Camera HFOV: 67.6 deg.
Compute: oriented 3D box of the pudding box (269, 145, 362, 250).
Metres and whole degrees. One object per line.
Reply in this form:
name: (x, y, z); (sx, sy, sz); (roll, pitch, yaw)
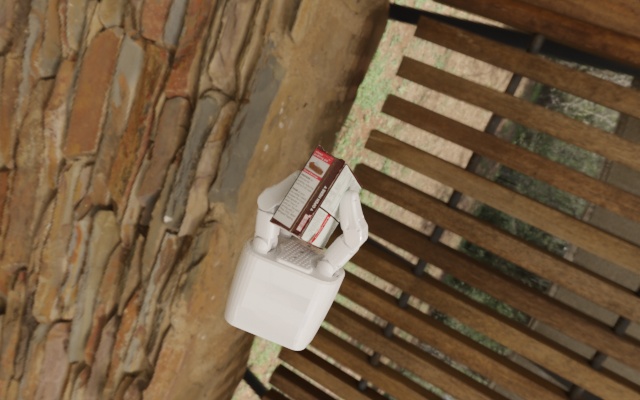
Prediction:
pudding box: (0.000, 0.002, 0.506); (0.039, 0.090, 0.113); (30, -3, 15)
